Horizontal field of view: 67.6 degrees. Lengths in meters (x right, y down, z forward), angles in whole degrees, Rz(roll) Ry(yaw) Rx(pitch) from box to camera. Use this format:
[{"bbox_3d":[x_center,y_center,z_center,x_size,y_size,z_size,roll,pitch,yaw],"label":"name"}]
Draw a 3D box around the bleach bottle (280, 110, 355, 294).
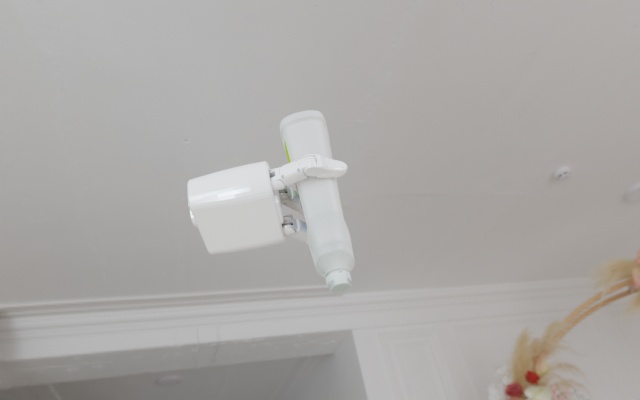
[{"bbox_3d":[0.000,0.002,0.643,0.068,0.250,0.103,-13,-34,0],"label":"bleach bottle"}]
